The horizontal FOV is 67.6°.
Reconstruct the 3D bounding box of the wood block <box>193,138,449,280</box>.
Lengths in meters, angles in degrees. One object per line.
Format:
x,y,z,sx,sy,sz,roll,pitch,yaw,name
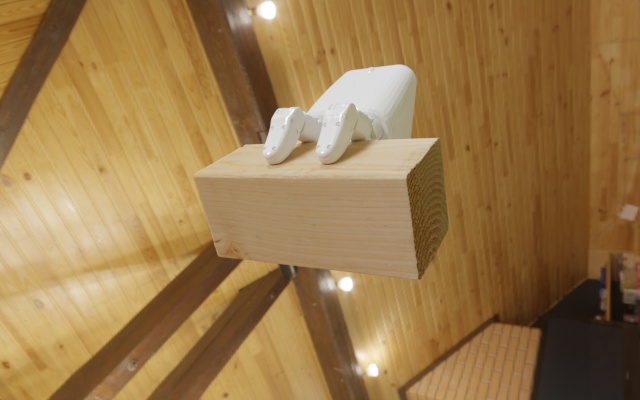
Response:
0.000,0.002,0.436,0.206,0.091,0.090,2,27,31,wood block
